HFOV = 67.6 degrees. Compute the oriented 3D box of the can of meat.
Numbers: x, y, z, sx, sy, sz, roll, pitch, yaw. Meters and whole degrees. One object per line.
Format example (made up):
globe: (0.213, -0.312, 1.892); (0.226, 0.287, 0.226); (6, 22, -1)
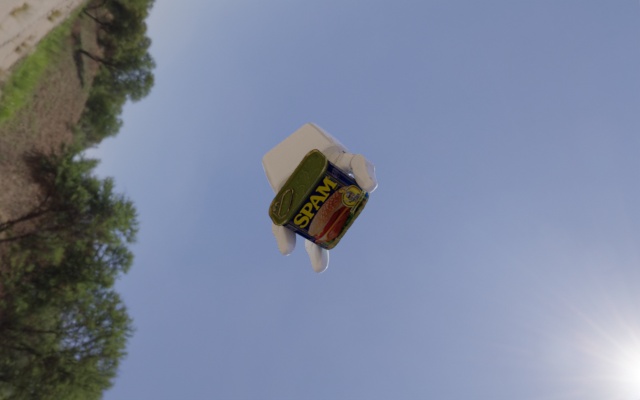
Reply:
can of meat: (0.000, 0.002, 0.594); (0.084, 0.102, 0.057); (32, 8, -32)
